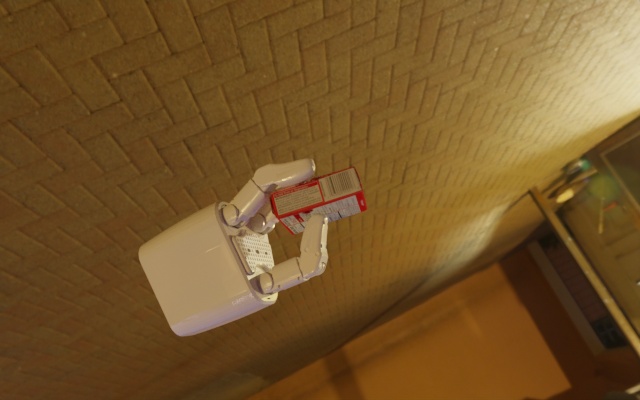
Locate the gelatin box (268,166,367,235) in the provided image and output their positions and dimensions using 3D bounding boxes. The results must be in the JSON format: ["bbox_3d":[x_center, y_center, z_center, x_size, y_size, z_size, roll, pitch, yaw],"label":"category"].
[{"bbox_3d":[0.001,0.002,0.484,0.089,0.030,0.073,-18,-18,4],"label":"gelatin box"}]
